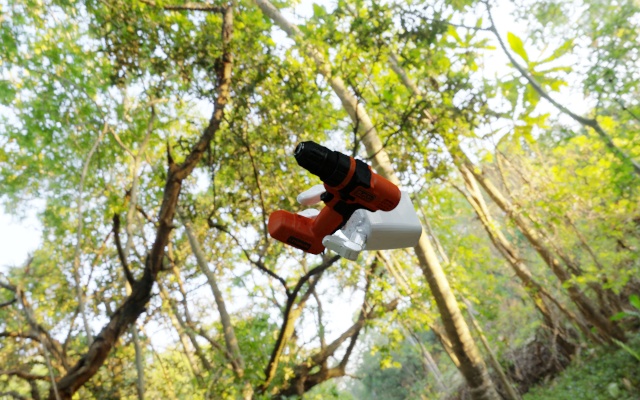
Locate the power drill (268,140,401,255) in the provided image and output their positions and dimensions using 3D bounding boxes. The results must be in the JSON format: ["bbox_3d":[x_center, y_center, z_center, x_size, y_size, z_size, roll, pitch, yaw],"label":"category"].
[{"bbox_3d":[0.000,0.003,0.724,0.184,0.057,0.188,27,-47,-27],"label":"power drill"}]
